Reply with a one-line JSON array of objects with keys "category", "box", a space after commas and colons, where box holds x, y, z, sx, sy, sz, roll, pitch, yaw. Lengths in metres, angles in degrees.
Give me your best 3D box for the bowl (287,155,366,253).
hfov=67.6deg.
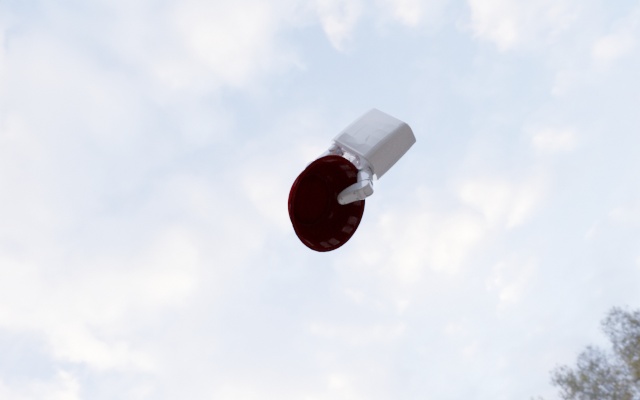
[{"category": "bowl", "box": [-0.001, 0.003, 0.798, 0.162, 0.162, 0.055, 0, 8, -40]}]
